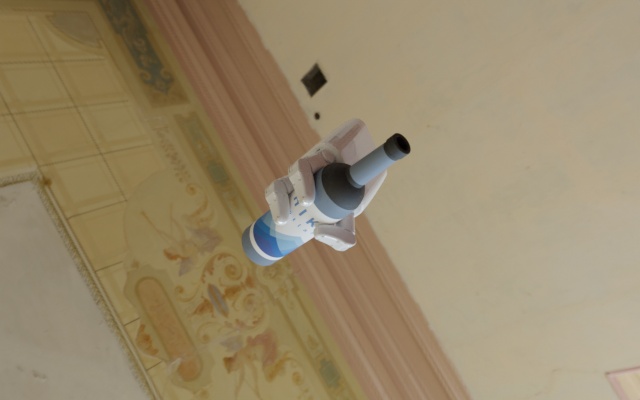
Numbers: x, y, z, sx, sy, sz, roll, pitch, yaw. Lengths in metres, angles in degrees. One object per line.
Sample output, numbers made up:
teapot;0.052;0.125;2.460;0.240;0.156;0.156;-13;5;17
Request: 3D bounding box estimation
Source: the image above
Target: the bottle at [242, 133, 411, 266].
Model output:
bottle;0.000;0.002;0.621;0.069;0.069;0.296;0;-26;-43
